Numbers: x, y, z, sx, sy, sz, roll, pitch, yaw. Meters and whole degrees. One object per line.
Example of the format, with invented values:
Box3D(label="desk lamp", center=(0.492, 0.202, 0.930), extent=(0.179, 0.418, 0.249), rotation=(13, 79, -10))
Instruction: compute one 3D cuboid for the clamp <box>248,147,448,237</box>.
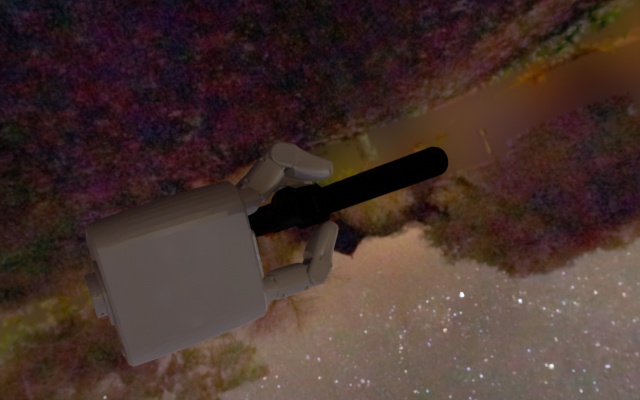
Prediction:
Box3D(label="clamp", center=(0.000, 0.002, 0.428), extent=(0.164, 0.036, 0.210), rotation=(-16, -3, -28))
